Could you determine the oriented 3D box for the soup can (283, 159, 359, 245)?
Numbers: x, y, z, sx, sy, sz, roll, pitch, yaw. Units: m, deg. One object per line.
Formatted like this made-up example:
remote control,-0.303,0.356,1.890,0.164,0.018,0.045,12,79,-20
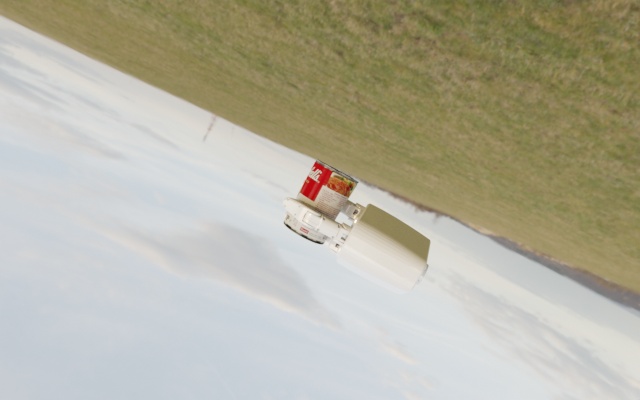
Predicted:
soup can,0.000,0.002,0.671,0.068,0.102,0.068,28,6,-3
